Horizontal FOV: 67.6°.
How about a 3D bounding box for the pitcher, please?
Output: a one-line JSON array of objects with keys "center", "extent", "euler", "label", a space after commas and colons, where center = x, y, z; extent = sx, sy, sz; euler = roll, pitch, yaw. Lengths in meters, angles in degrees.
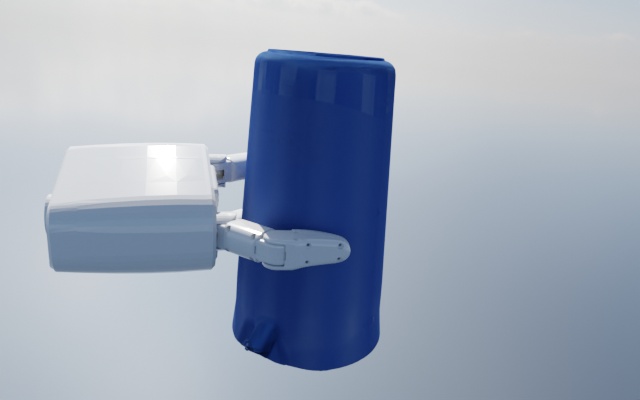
[{"center": [0.000, 0.001, 0.407], "extent": [0.145, 0.243, 0.149], "euler": [-1, 19, -16], "label": "pitcher"}]
